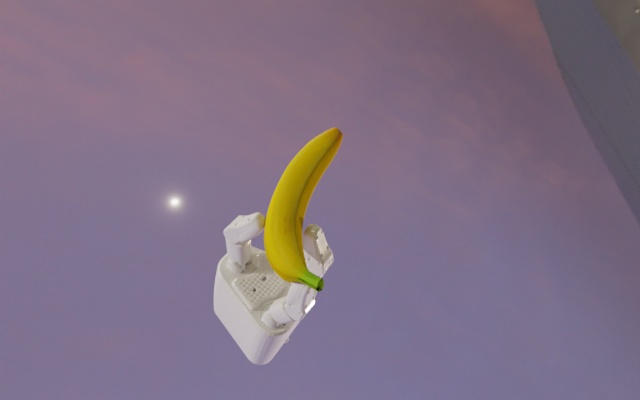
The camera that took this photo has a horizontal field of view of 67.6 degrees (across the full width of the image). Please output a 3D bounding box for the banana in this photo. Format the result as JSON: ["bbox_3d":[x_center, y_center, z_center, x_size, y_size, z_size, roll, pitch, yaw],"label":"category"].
[{"bbox_3d":[-0.019,0.004,0.480,0.069,0.197,0.037,-1,-36,11],"label":"banana"}]
